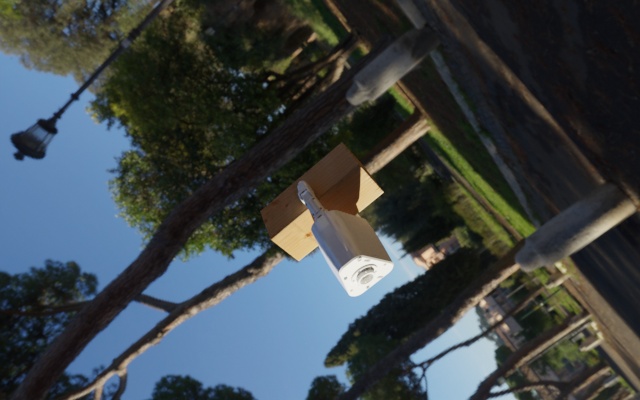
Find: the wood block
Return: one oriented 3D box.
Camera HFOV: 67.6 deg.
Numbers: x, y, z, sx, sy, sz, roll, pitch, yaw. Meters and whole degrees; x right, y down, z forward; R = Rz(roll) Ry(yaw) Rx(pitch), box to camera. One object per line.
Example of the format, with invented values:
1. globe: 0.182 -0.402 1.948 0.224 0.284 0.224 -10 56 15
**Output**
1. wood block: 0.000 0.003 0.892 0.091 0.206 0.090 44 11 -38
